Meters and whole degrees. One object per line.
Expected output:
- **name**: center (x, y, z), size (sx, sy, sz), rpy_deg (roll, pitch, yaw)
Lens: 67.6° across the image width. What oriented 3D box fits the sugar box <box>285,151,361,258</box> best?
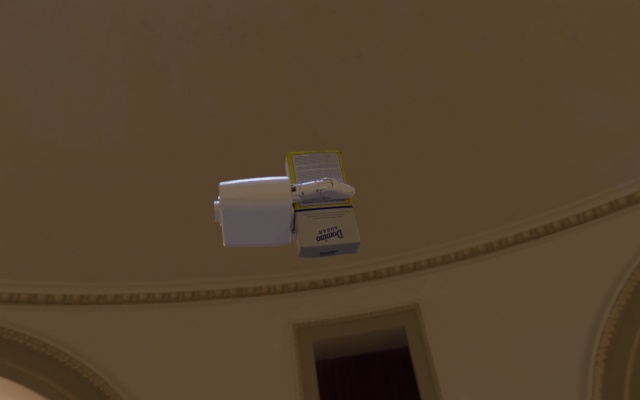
- **sugar box**: center (0.000, 0.003, 0.757), size (0.093, 0.176, 0.048), rpy_deg (-4, -30, -10)
